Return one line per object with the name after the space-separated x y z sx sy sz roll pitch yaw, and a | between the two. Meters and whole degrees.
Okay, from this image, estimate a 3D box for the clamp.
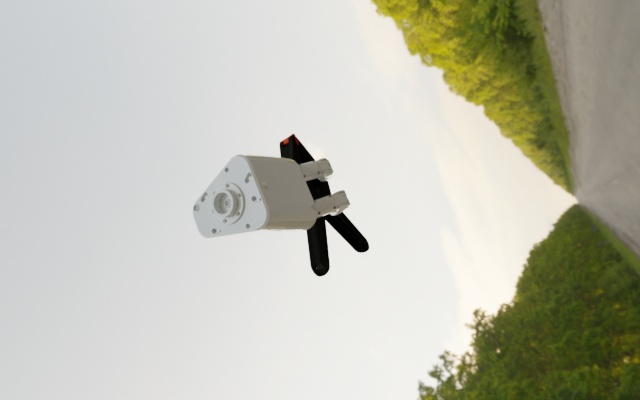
-0.001 0.002 0.699 0.036 0.210 0.164 -29 -13 25 | clamp
